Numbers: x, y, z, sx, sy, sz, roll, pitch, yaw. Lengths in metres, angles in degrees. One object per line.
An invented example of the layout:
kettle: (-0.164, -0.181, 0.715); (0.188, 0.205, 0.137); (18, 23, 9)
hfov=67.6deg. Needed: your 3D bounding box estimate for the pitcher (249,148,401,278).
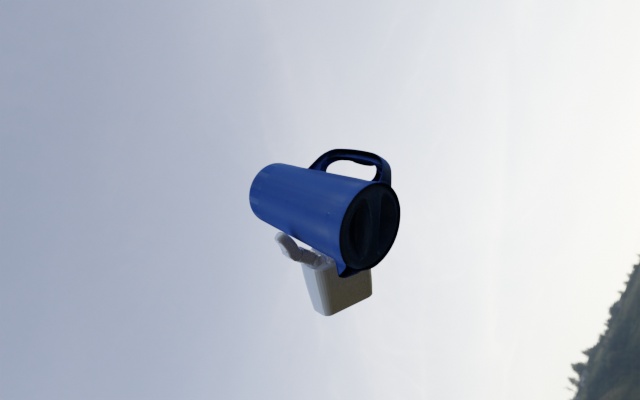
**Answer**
pitcher: (0.000, 0.003, 0.760); (0.149, 0.145, 0.243); (-34, 36, -32)
